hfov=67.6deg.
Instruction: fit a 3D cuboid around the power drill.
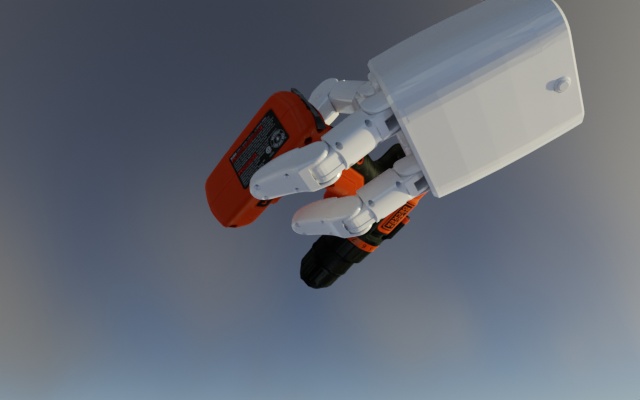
[{"bbox_3d":[0.000,0.001,0.405,0.188,0.184,0.057,19,28,-48],"label":"power drill"}]
